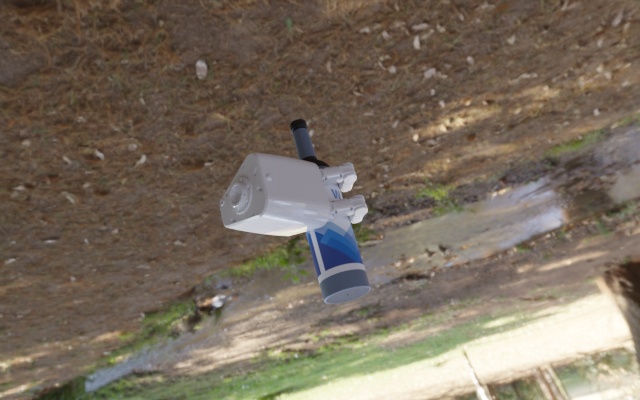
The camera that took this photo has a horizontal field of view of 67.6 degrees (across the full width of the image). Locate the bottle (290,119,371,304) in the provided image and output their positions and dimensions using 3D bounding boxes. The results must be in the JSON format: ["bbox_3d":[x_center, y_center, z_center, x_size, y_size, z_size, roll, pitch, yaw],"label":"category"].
[{"bbox_3d":[0.000,0.003,0.714,0.069,0.295,0.069,-13,-26,-7],"label":"bottle"}]
